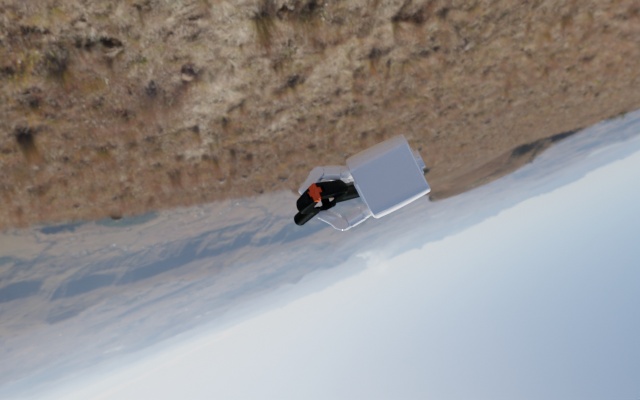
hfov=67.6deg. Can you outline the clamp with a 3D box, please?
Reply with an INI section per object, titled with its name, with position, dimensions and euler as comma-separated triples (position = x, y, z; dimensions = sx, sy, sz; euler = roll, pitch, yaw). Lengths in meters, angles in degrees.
[clamp]
position = 0.001, 0.003, 0.859
dimensions = 0.164, 0.036, 0.210
euler = -27, -10, 13
